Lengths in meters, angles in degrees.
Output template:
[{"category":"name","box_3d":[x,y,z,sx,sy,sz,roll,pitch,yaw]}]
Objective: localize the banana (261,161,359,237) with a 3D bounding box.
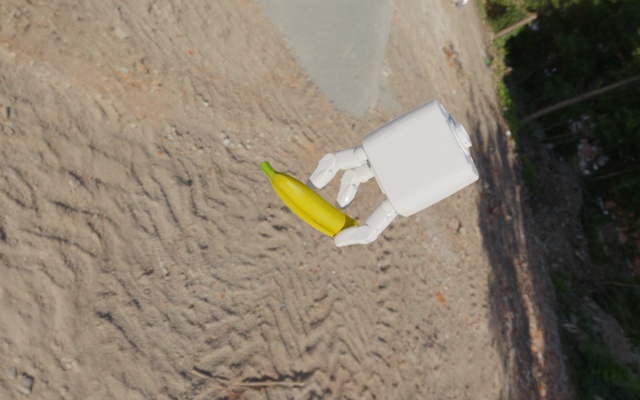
[{"category":"banana","box_3d":[0.001,0.013,0.653,0.037,0.069,0.198,-38,-51,19]}]
